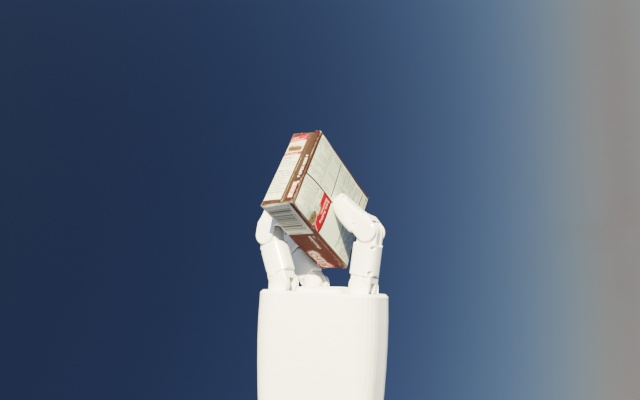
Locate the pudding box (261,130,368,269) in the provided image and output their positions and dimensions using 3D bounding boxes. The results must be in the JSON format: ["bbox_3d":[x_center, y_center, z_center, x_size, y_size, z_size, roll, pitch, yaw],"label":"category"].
[{"bbox_3d":[0.000,0.002,0.473,0.039,0.090,0.114,-4,-39,33],"label":"pudding box"}]
